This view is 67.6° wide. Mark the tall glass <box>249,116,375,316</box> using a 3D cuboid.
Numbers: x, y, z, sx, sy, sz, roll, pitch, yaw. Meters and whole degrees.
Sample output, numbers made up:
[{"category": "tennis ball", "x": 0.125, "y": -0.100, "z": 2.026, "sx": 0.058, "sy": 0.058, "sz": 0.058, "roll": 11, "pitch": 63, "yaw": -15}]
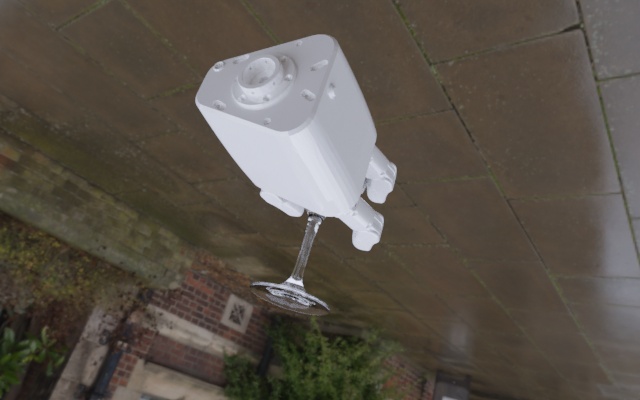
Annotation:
[{"category": "tall glass", "x": 0.000, "y": 0.002, "z": 0.460, "sx": 0.079, "sy": 0.201, "sz": 0.079, "roll": 15, "pitch": -25, "yaw": 7}]
